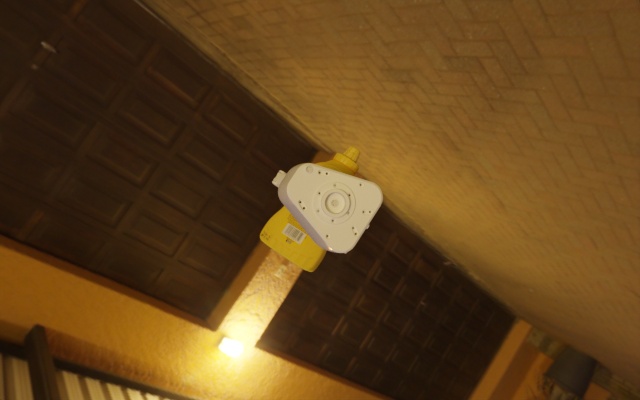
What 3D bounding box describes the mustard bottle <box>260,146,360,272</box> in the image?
[{"bbox_3d":[0.000,0.003,0.708,0.096,0.191,0.058,32,-5,17],"label":"mustard bottle"}]
